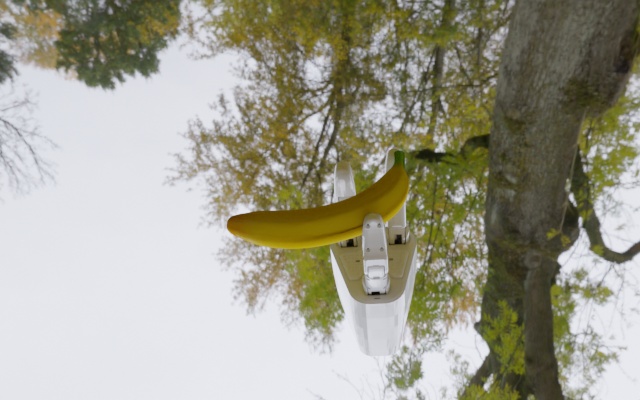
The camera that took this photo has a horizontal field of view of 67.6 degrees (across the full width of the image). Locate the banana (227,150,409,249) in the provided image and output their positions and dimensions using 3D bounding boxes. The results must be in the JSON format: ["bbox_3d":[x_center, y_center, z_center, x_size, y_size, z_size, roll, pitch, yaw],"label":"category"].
[{"bbox_3d":[0.011,0.011,0.465,0.198,0.037,0.069,-21,44,-14],"label":"banana"}]
